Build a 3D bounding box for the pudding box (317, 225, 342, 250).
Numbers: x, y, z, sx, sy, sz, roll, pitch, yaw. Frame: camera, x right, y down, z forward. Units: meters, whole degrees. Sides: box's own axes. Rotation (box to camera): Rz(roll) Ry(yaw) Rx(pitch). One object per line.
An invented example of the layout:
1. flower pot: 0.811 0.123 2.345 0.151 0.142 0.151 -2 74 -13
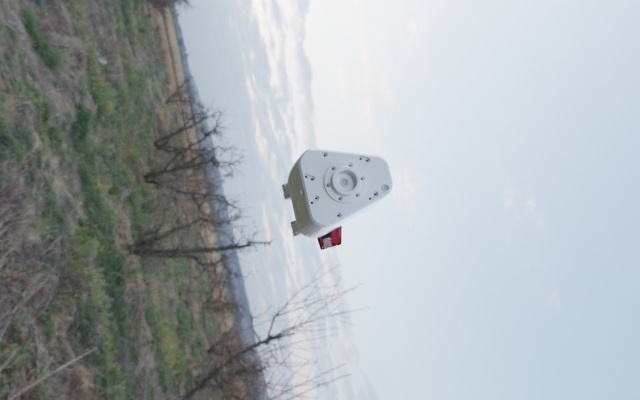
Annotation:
1. pudding box: 0.000 0.002 0.704 0.039 0.113 0.090 -12 -35 -8
